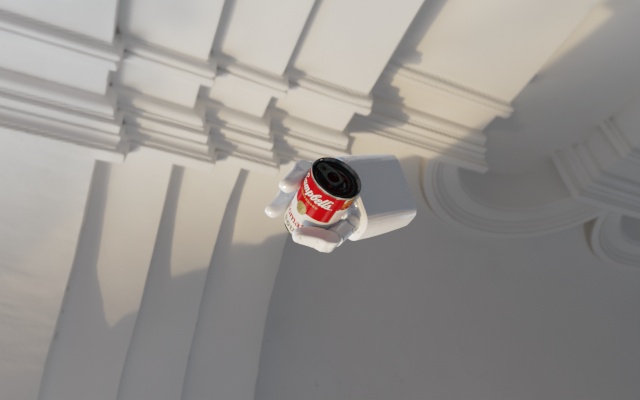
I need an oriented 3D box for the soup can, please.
[{"bbox_3d":[0.000,0.002,0.623,0.068,0.068,0.102,0,-38,-30],"label":"soup can"}]
